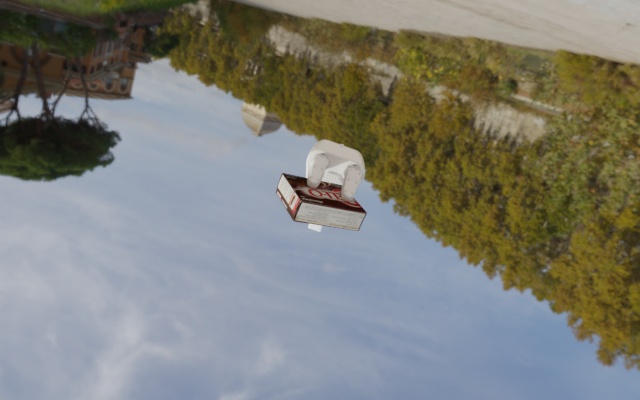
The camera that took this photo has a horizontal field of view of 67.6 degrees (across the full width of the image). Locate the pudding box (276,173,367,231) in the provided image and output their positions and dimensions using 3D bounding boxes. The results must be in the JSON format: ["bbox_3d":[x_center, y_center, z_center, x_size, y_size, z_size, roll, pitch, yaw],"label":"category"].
[{"bbox_3d":[0.000,0.002,0.709,0.113,0.039,0.090,8,24,-28],"label":"pudding box"}]
